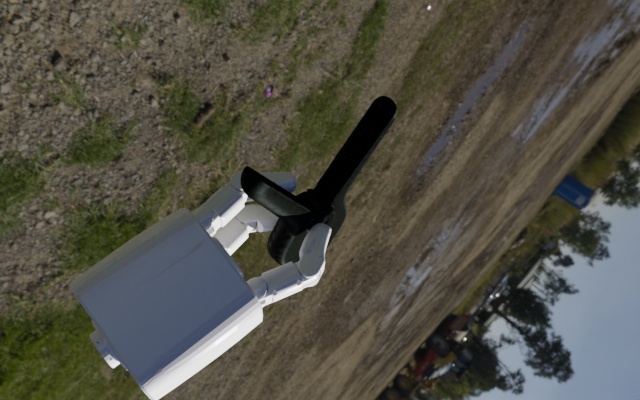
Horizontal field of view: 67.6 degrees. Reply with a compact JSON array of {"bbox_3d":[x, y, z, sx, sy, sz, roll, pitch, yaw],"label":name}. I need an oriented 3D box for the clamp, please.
[{"bbox_3d":[0.000,0.002,0.458,0.164,0.036,0.210,-35,-26,-24],"label":"clamp"}]
